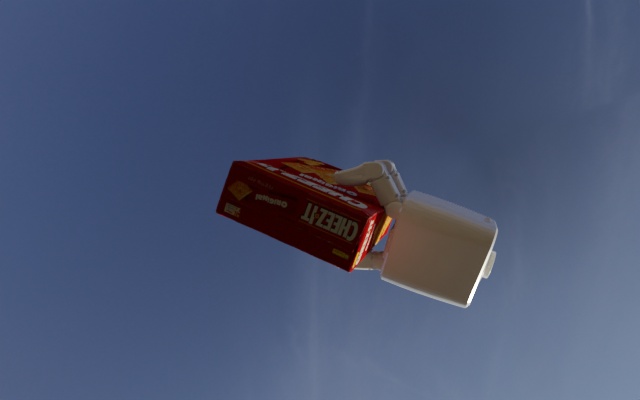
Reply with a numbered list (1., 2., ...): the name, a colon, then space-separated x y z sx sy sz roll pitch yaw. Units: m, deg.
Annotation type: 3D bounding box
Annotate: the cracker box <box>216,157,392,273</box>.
1. cracker box: 0.000 0.002 0.592 0.164 0.072 0.213 22 12 14
